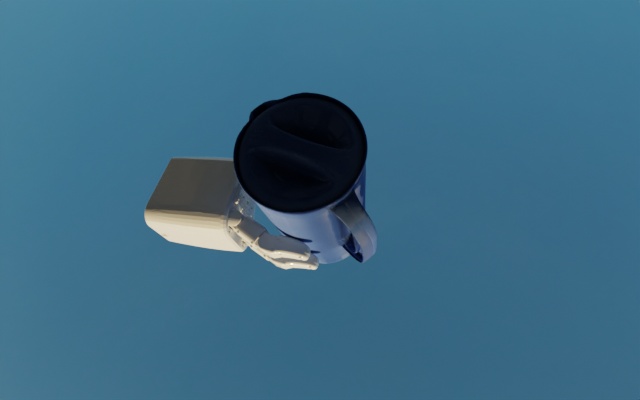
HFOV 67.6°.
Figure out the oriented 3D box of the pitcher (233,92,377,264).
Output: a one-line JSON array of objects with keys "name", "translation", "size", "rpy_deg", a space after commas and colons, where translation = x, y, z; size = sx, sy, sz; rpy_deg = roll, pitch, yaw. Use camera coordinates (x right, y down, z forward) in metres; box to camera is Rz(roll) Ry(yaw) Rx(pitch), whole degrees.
[{"name": "pitcher", "translation": [0.000, 0.002, 0.565], "size": [0.145, 0.149, 0.243], "rpy_deg": [3, -22, 10]}]
